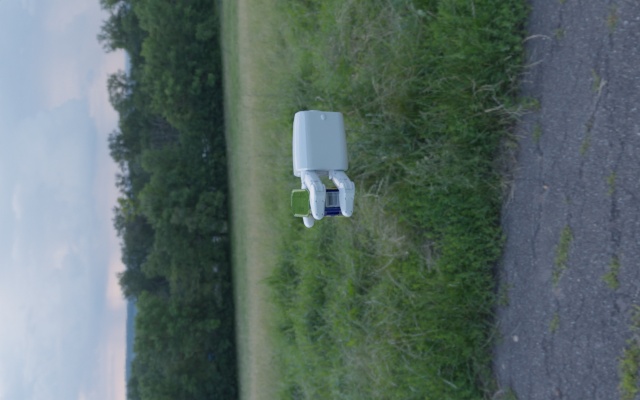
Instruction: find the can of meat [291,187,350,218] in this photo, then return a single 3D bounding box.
[{"bbox_3d":[0.000,0.003,0.880,0.084,0.057,0.102,-2,0,-23],"label":"can of meat"}]
